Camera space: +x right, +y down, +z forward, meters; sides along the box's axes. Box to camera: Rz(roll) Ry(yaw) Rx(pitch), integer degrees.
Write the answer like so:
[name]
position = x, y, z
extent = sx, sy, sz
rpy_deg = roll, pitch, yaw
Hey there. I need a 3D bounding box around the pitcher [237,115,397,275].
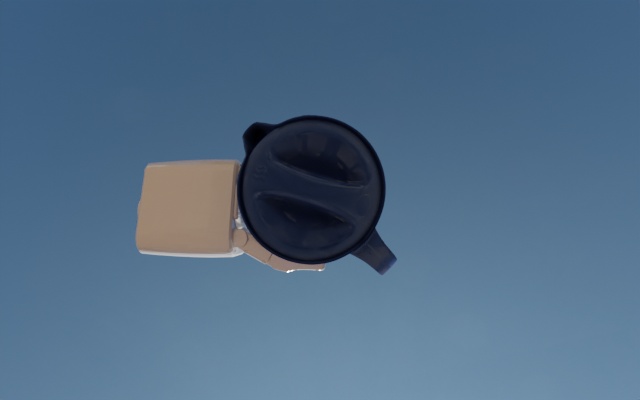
[pitcher]
position = 0.000, 0.002, 0.536
extent = 0.145, 0.149, 0.243
rpy_deg = -2, -2, 1
